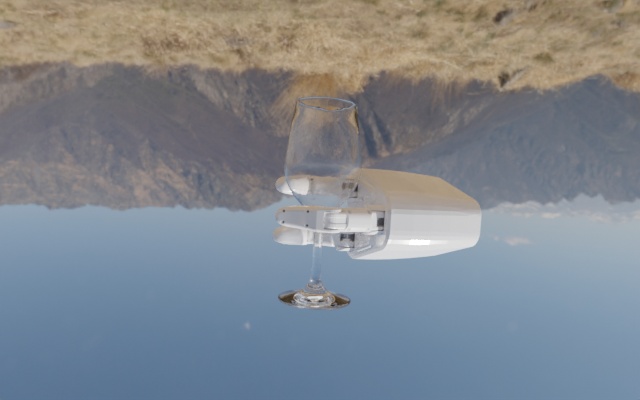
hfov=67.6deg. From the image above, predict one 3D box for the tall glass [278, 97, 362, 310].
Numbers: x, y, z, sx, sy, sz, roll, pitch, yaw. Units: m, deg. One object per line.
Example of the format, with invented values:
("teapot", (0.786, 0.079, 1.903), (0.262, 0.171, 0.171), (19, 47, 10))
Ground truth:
("tall glass", (0.000, 0.002, 0.481), (0.079, 0.201, 0.079), (3, 3, 0))
